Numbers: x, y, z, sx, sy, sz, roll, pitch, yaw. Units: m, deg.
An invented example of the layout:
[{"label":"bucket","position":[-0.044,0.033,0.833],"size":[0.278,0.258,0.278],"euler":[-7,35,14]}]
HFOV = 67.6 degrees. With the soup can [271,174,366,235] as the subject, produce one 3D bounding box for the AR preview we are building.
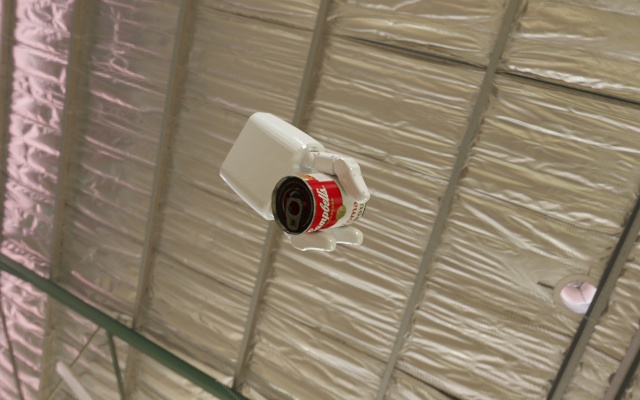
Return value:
[{"label":"soup can","position":[0.001,0.002,0.575],"size":[0.068,0.068,0.102],"euler":[0,4,40]}]
